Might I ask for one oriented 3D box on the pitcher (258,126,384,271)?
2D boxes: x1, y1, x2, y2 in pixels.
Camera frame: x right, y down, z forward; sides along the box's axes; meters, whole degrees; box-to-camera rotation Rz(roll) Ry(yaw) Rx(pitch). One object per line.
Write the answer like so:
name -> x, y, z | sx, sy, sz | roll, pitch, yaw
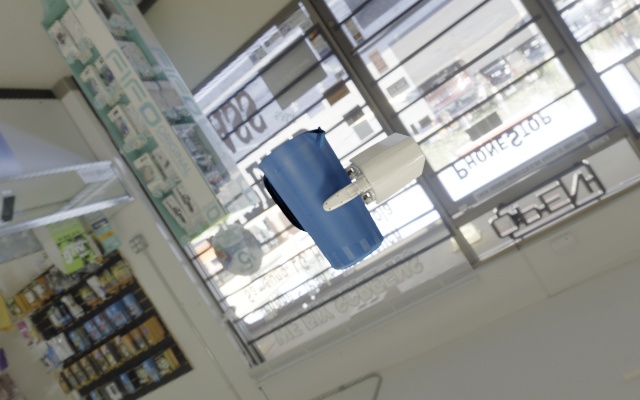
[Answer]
pitcher -> 0.000, 0.003, 0.860 | 0.145, 0.243, 0.149 | -33, 0, -3
